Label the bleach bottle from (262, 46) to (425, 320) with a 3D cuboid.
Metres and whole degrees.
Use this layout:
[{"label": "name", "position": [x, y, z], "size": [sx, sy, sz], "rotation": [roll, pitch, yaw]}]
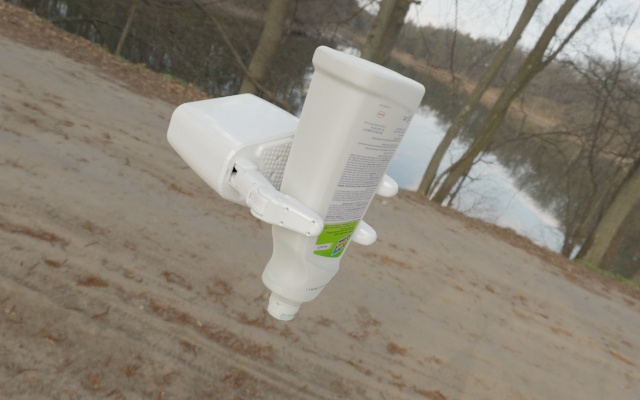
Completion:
[{"label": "bleach bottle", "position": [0.000, 0.001, 0.426], "size": [0.102, 0.251, 0.068], "rotation": [0, 30, -48]}]
